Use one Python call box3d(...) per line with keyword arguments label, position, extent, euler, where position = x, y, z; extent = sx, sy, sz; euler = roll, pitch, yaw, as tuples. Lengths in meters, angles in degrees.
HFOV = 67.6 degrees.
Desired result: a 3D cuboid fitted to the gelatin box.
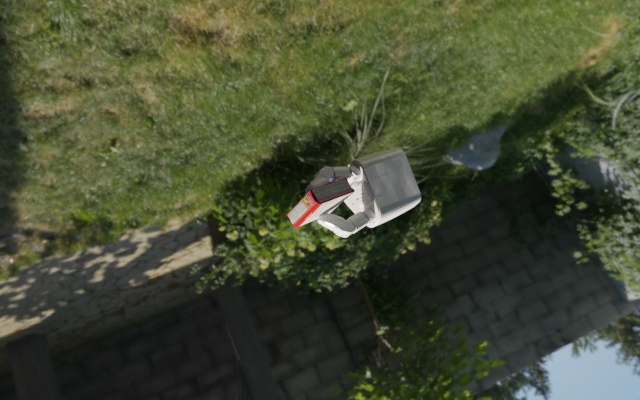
box3d(label="gelatin box", position=(0.000, 0.003, 0.749), extent=(0.089, 0.030, 0.073), euler=(-21, -16, -46))
